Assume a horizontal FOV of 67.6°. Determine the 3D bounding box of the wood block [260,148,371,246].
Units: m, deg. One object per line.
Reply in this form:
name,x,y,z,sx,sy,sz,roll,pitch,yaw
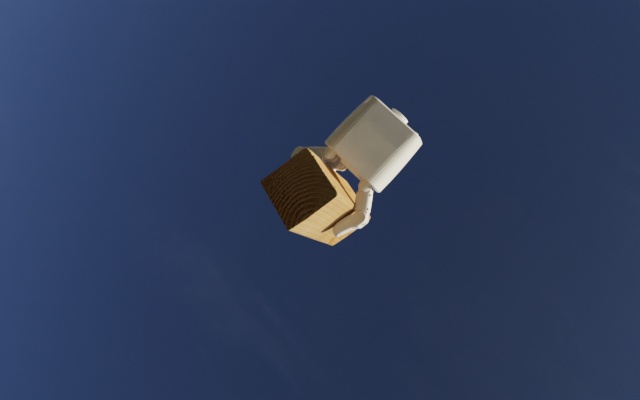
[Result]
wood block,0.001,0.003,0.768,0.090,0.090,0.206,-36,-20,9
